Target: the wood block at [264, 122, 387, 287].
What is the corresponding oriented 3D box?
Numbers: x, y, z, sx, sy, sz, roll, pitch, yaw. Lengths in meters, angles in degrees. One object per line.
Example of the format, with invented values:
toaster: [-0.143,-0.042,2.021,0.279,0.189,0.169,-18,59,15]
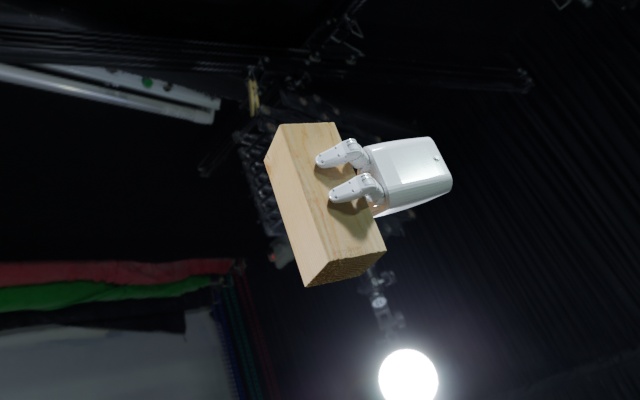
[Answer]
wood block: [0.000,0.002,0.663,0.090,0.206,0.091,-7,-27,-26]
